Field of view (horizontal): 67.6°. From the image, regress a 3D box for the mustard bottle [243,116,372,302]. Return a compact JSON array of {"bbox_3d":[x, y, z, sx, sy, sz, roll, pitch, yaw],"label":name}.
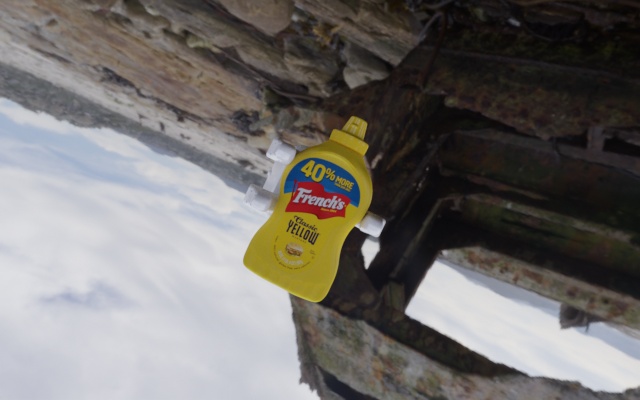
[{"bbox_3d":[0.000,0.002,0.502,0.096,0.191,0.058,26,2,9],"label":"mustard bottle"}]
